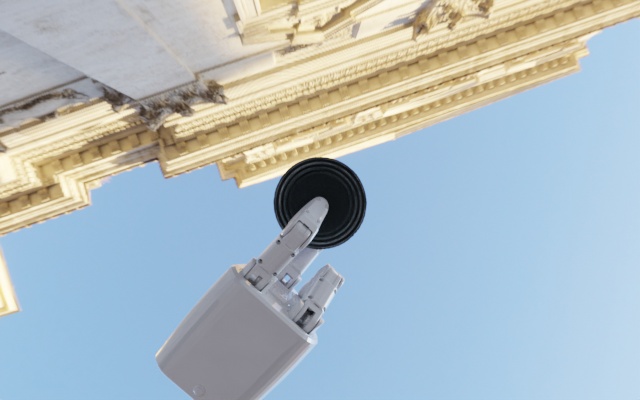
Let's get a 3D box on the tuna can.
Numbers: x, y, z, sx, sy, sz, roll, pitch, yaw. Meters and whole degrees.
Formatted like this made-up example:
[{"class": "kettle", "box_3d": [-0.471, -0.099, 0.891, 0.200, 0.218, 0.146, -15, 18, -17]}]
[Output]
[{"class": "tuna can", "box_3d": [0.000, 0.001, 0.454, 0.086, 0.086, 0.034, 0, 5, 2]}]
